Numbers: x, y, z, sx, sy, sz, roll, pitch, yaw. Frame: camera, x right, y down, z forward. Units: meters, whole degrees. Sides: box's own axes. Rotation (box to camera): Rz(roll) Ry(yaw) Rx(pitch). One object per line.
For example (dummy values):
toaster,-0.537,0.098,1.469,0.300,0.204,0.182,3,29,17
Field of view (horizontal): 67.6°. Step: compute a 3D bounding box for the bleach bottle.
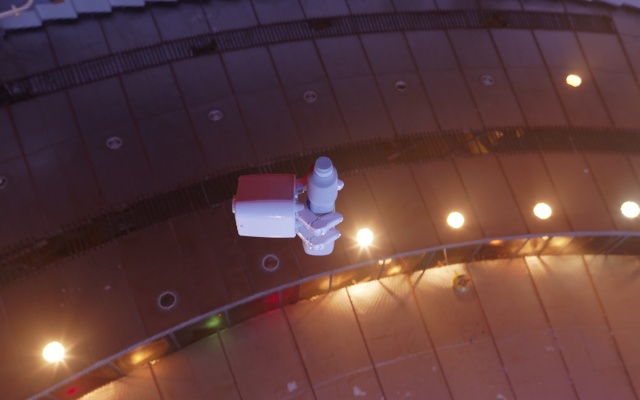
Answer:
bleach bottle,0.000,0.003,0.892,0.068,0.102,0.251,0,-35,-3
